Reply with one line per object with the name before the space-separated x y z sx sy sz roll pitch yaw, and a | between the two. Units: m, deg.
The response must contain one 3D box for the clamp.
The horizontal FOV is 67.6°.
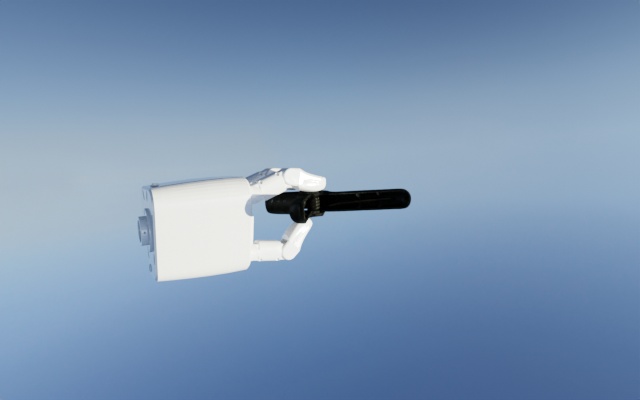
clamp | 0.000 0.003 0.615 0.164 0.036 0.210 -5 4 -27
